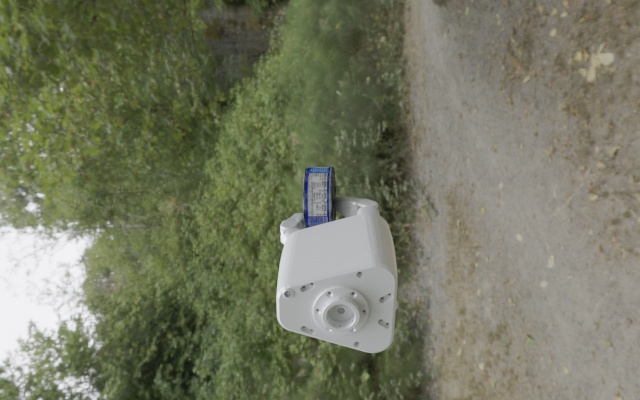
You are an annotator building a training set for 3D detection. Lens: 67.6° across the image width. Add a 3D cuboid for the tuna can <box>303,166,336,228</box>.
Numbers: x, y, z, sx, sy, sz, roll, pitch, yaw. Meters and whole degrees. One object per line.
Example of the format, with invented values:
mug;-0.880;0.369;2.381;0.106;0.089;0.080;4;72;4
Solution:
tuna can;0.000;0.002;0.578;0.034;0.086;0.086;-1;0;5
